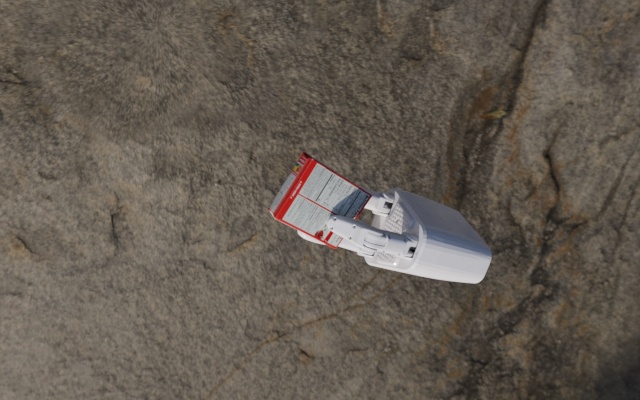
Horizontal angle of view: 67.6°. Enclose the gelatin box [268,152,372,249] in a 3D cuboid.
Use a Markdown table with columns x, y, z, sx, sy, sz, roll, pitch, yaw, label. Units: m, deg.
| x | y | z | sx | sy | sz | roll | pitch | yaw | label |
| --- | --- | --- | --- | --- | --- | --- | --- | --- | --- |
| 0.000 | 0.002 | 0.512 | 0.089 | 0.073 | 0.030 | 29 | 7 | -30 | gelatin box |
